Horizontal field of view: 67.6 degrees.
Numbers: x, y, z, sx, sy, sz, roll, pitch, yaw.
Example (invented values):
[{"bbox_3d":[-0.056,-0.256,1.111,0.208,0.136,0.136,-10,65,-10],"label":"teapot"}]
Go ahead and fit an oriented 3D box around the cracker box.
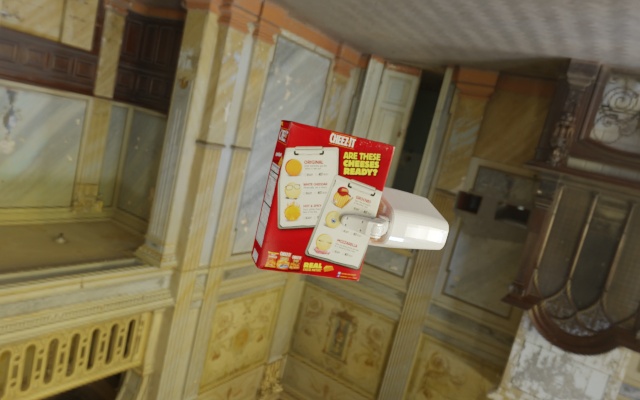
[{"bbox_3d":[0.000,0.003,0.712,0.164,0.214,0.072,10,9,-21],"label":"cracker box"}]
